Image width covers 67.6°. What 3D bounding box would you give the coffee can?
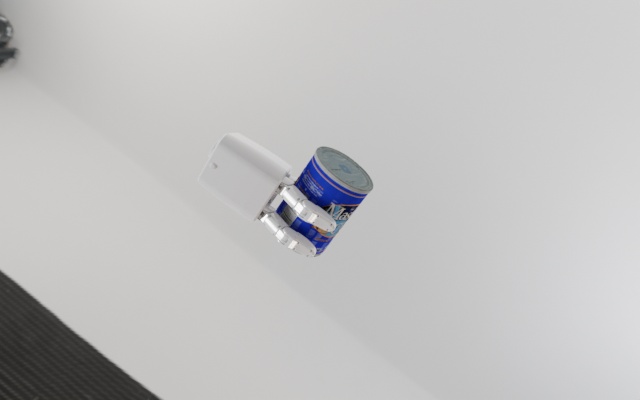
[{"bbox_3d":[0.000,0.002,0.739,0.103,0.140,0.102,29,26,-16],"label":"coffee can"}]
